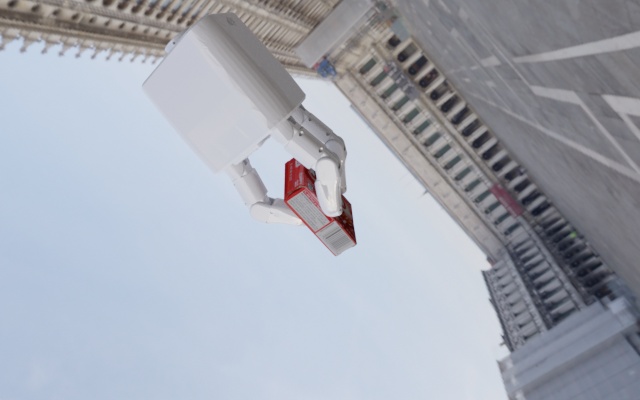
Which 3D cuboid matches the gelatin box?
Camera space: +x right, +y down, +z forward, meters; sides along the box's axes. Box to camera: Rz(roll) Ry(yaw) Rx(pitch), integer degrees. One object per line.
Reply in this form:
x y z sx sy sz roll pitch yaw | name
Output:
0.000 0.002 0.486 0.030 0.089 0.073 -32 28 17 | gelatin box
